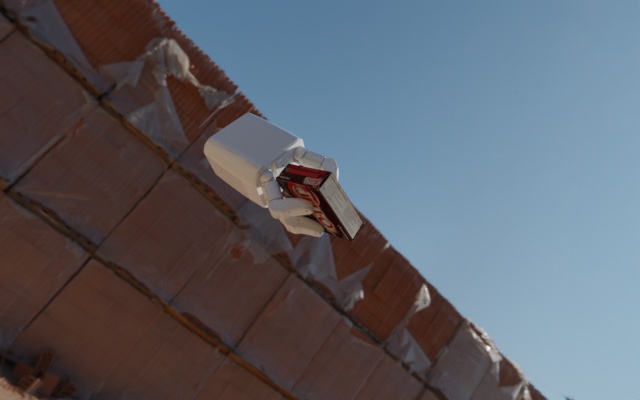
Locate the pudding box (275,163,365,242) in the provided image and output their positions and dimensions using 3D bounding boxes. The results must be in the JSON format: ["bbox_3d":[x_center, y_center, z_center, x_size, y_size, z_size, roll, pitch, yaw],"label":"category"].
[{"bbox_3d":[0.000,0.002,0.673,0.090,0.039,0.113,16,-28,46],"label":"pudding box"}]
